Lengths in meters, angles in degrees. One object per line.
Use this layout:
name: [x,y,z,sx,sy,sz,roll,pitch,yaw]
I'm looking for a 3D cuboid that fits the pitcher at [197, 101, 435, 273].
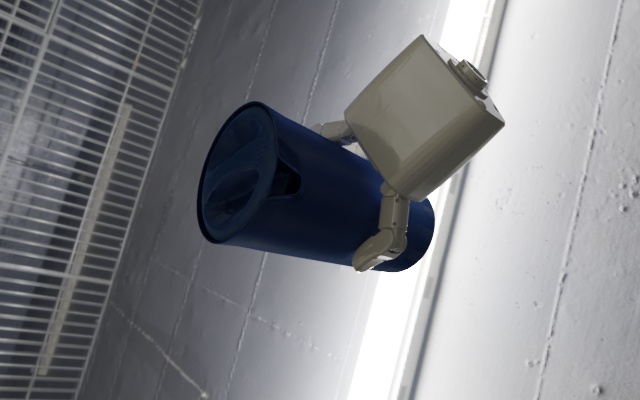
pitcher: [0.000,0.002,0.505,0.243,0.149,0.145,20,-52,-37]
